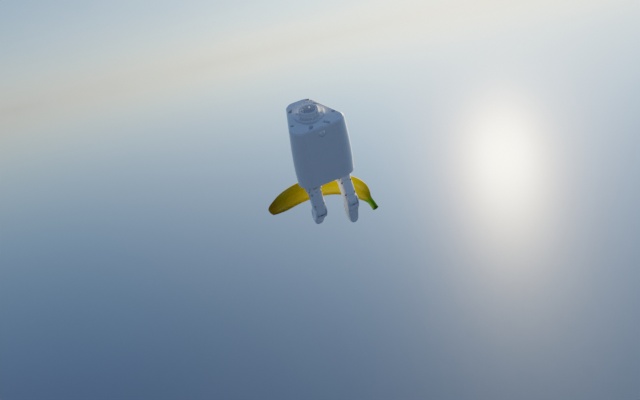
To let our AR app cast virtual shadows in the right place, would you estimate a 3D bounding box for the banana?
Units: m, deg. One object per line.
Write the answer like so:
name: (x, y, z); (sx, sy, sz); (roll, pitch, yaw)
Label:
banana: (0.003, -0.014, 0.864); (0.198, 0.069, 0.037); (-4, -29, 3)
